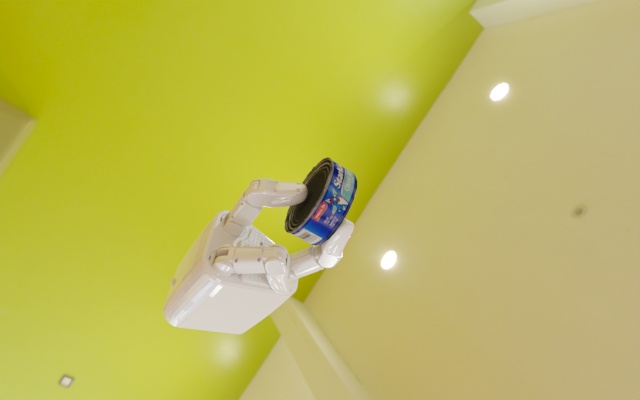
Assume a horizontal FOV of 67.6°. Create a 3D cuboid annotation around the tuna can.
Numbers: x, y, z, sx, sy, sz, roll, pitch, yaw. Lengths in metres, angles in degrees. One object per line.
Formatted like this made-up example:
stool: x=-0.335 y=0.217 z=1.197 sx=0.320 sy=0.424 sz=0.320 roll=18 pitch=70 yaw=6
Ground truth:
tuna can: x=0.001 y=0.002 z=0.483 sx=0.034 sy=0.086 sz=0.086 roll=30 pitch=-10 yaw=-17
